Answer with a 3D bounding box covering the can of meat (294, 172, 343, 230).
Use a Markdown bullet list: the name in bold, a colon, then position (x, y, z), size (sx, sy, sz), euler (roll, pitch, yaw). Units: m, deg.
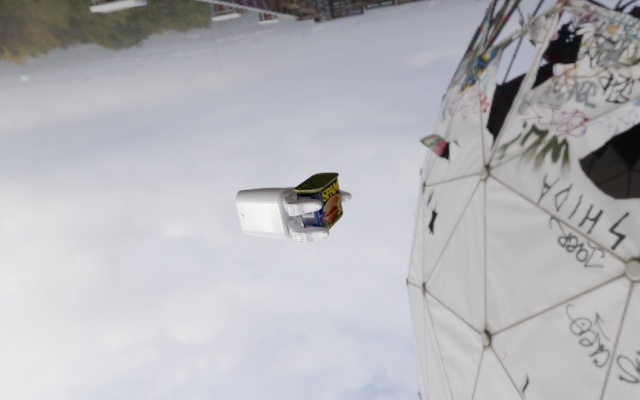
- **can of meat**: position (0.000, 0.003, 0.882), size (0.057, 0.084, 0.102), euler (0, 21, 27)
